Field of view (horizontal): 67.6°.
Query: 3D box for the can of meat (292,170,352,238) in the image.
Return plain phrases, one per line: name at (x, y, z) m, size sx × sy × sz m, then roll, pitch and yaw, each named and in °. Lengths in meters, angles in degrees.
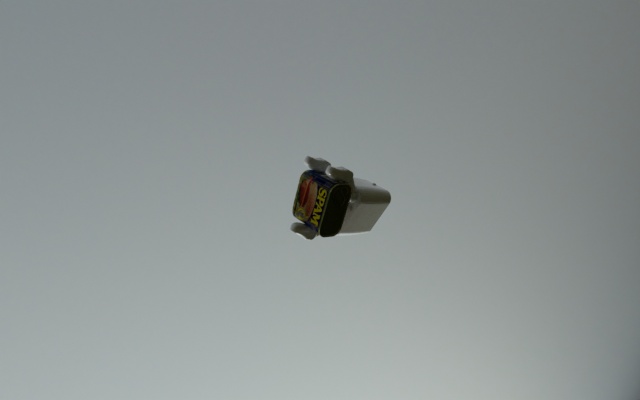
can of meat at (0.000, 0.003, 0.864) m, size 0.057 × 0.102 × 0.084 m, roll -2°, pitch 24°, yaw -45°
